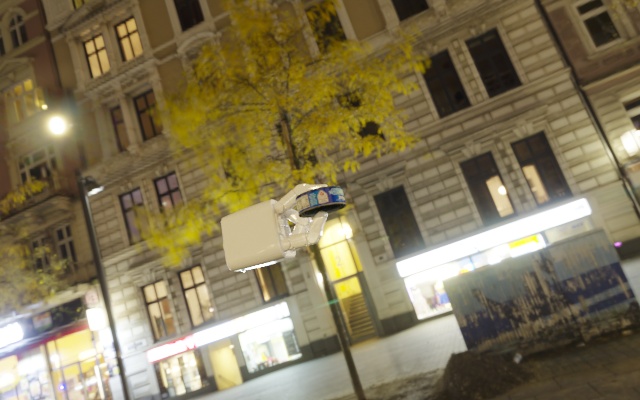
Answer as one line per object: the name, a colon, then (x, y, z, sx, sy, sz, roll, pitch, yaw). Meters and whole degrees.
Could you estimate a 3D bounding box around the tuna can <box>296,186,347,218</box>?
tuna can: (0.000, 0.002, 0.834, 0.086, 0.033, 0.086, -13, -12, -3)
